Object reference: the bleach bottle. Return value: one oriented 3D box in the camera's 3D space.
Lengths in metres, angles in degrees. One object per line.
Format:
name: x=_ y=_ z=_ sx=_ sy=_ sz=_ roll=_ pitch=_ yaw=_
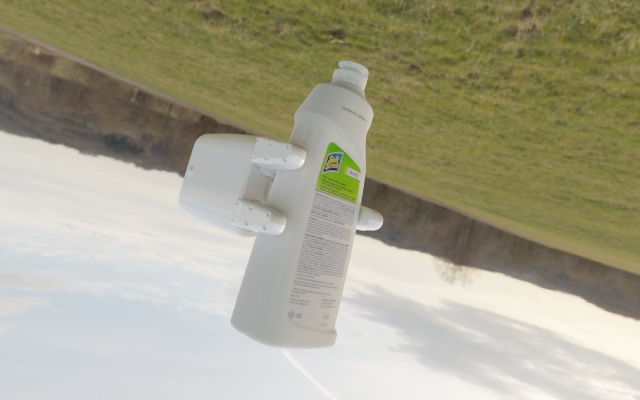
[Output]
bleach bottle: x=0.000 y=0.001 z=0.432 sx=0.068 sy=0.251 sz=0.102 roll=14 pitch=-4 yaw=40
